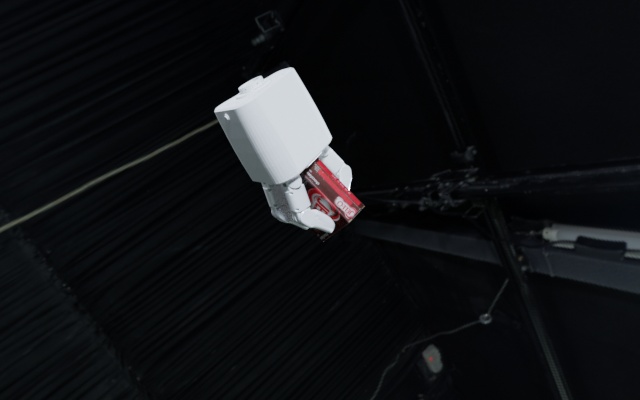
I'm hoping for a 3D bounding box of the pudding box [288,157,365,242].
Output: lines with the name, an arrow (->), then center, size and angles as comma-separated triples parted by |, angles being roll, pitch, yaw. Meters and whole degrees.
pudding box -> 0.000, 0.002, 0.651 | 0.039, 0.090, 0.113 | -43, -2, -23
